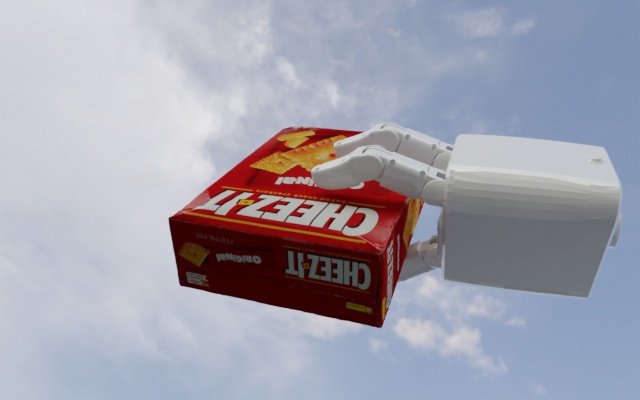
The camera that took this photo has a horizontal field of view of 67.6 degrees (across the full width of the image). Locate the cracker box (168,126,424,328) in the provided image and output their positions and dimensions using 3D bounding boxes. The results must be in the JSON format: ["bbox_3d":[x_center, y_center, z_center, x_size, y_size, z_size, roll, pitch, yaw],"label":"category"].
[{"bbox_3d":[0.000,0.001,0.419,0.164,0.072,0.213,7,28,19],"label":"cracker box"}]
